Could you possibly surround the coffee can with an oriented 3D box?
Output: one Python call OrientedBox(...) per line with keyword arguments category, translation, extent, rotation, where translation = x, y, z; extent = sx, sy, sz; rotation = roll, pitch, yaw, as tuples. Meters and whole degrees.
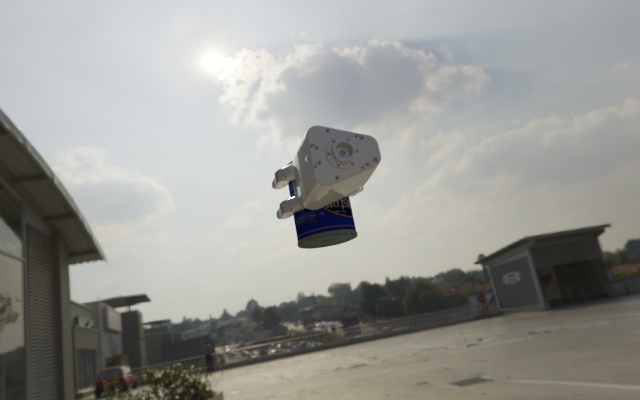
OrientedBox(category="coffee can", translation=(0.000, 0.003, 0.818), extent=(0.103, 0.140, 0.103), rotation=(-10, -15, -3))
